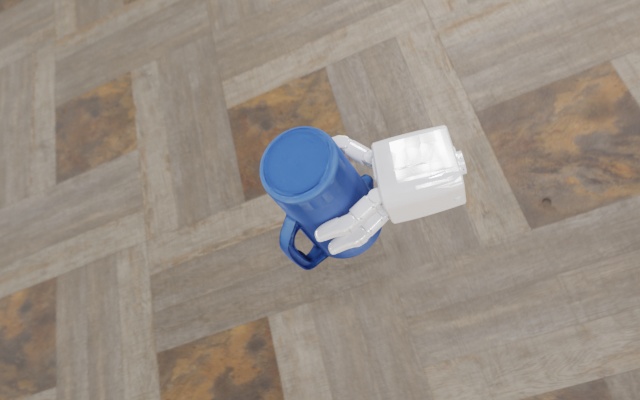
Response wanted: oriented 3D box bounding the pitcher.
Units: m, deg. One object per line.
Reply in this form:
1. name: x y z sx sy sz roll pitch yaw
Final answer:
1. pitcher: 0.000 0.002 0.701 0.145 0.149 0.243 -13 -24 14
